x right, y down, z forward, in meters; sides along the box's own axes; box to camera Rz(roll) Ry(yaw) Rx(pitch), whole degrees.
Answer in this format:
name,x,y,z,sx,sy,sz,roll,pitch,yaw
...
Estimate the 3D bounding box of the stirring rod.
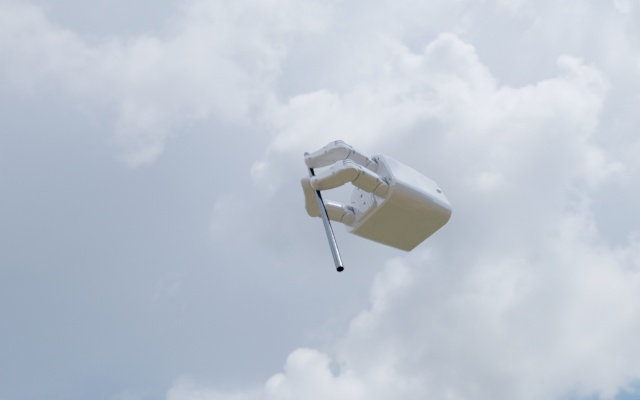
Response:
name,x,y,z,sx,sy,sz,roll,pitch,yaw
stirring rod,0.000,0.002,0.576,0.011,0.011,0.239,0,34,-11
